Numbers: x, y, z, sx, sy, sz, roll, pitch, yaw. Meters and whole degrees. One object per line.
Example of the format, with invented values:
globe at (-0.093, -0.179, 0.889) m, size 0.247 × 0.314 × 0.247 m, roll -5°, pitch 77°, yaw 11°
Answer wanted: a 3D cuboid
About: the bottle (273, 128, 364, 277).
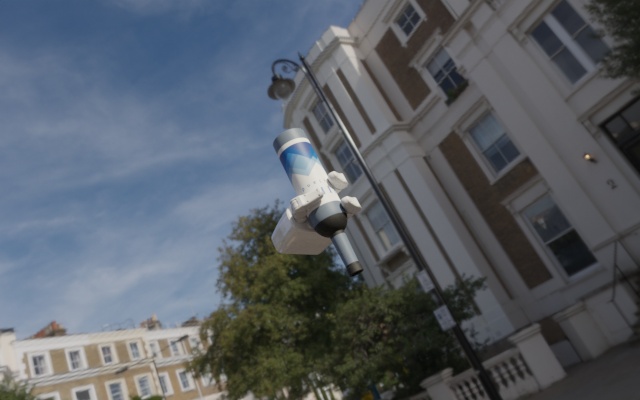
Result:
bottle at (0.000, 0.003, 0.870) m, size 0.069 × 0.295 × 0.069 m, roll -23°, pitch -22°, yaw -10°
